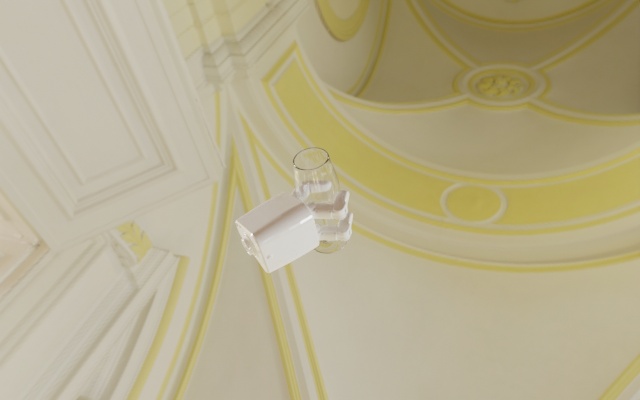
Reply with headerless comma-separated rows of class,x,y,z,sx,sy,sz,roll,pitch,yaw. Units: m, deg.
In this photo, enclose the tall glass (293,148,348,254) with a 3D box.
tall glass,0.000,0.003,0.863,0.079,0.201,0.079,-7,41,6
